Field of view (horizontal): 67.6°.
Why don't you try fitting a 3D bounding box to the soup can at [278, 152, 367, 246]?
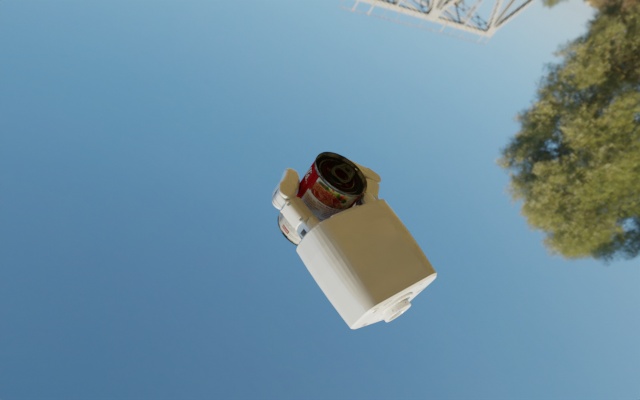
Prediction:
[{"bbox_3d":[0.000,0.002,0.567,0.068,0.068,0.102,0,-41,-39],"label":"soup can"}]
